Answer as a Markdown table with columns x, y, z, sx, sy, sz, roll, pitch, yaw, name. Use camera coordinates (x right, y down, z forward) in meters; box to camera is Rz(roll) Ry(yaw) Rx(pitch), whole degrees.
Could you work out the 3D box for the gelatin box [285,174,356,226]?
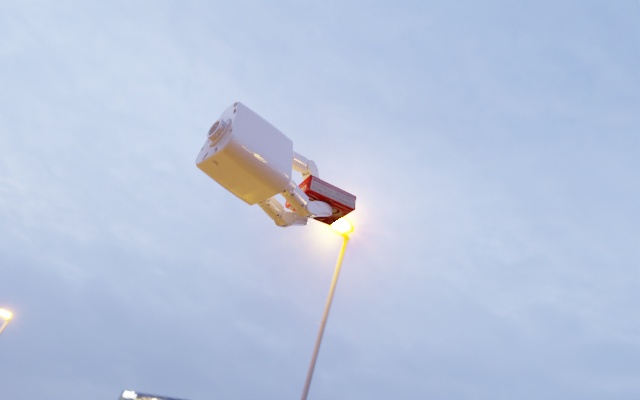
| x | y | z | sx | sy | sz | roll | pitch | yaw | name |
| --- | --- | --- | --- | --- | --- | --- | --- | --- | --- |
| 0.000 | 0.002 | 0.753 | 0.089 | 0.030 | 0.073 | 24 | -35 | -23 | gelatin box |
